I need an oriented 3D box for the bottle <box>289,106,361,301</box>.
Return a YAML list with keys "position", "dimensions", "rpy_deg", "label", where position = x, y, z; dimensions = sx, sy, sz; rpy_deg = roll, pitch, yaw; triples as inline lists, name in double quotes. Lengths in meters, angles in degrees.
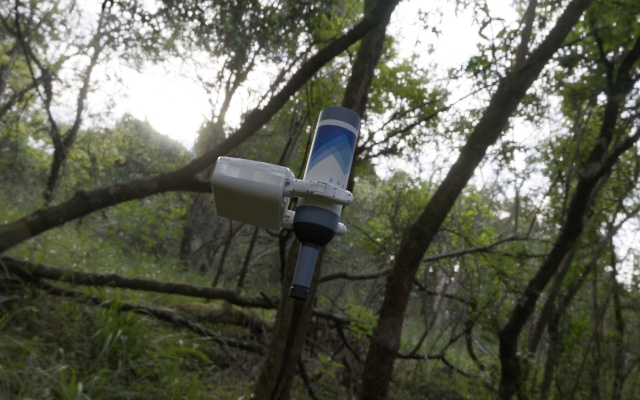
- position: [0.000, 0.002, 0.718]
  dimensions: [0.069, 0.295, 0.069]
  rpy_deg: [12, -18, 4]
  label: "bottle"
